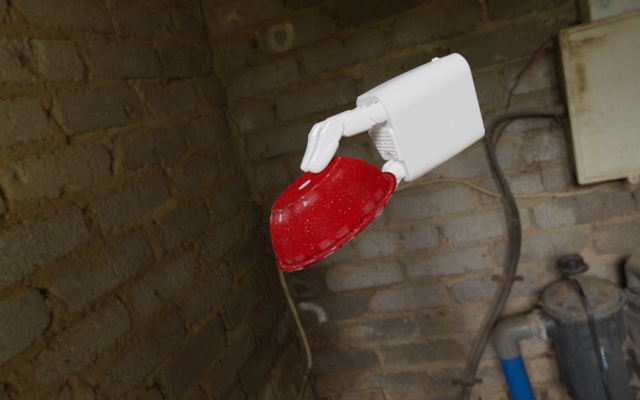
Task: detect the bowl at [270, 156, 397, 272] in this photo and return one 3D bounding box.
[{"bbox_3d":[-0.001,0.002,0.512,0.162,0.055,0.162,-36,15,11],"label":"bowl"}]
